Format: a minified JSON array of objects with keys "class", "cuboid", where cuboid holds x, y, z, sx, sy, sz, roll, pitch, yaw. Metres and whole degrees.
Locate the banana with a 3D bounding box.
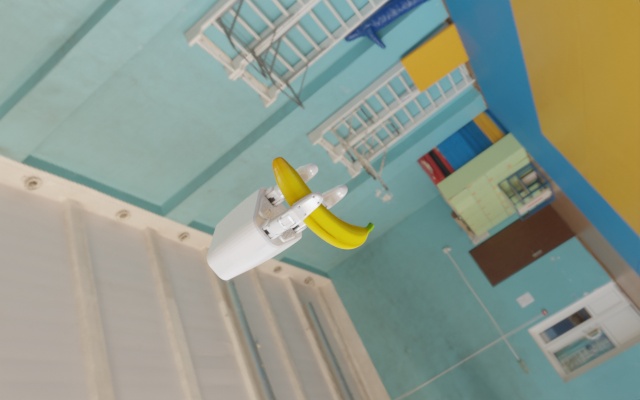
[{"class":"banana","cuboid":[0.002,0.017,0.673,0.037,0.069,0.198,-33,-55,31]}]
